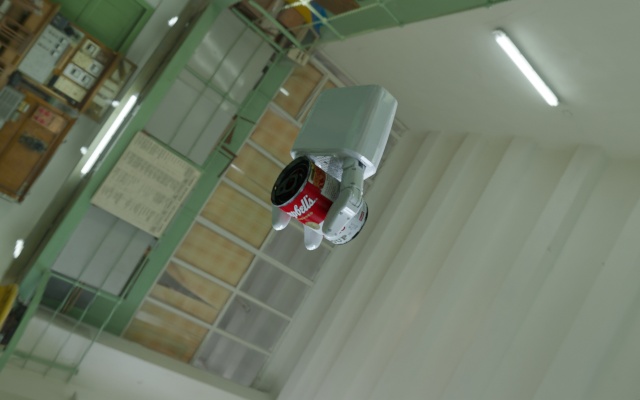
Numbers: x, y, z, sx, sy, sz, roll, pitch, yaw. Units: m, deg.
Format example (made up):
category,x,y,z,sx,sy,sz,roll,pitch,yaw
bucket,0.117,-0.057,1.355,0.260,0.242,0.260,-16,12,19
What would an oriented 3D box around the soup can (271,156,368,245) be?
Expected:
category,x,y,z,sx,sy,sz,roll,pitch,yaw
soup can,0.000,0.002,0.578,0.102,0.068,0.068,35,-19,-30
